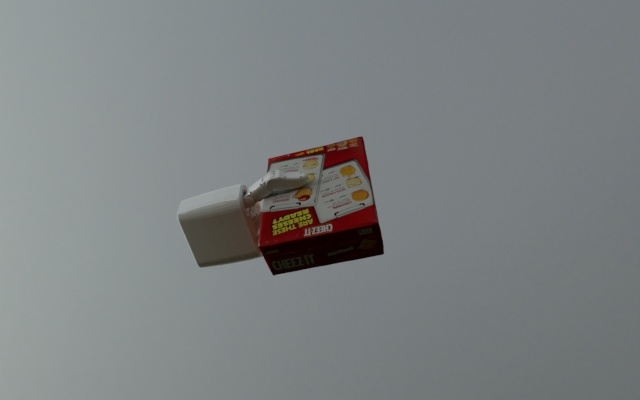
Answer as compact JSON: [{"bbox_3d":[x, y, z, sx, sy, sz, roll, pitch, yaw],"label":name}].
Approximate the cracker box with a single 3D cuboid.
[{"bbox_3d":[0.000,0.002,0.722,0.164,0.072,0.213,-12,39,8],"label":"cracker box"}]
